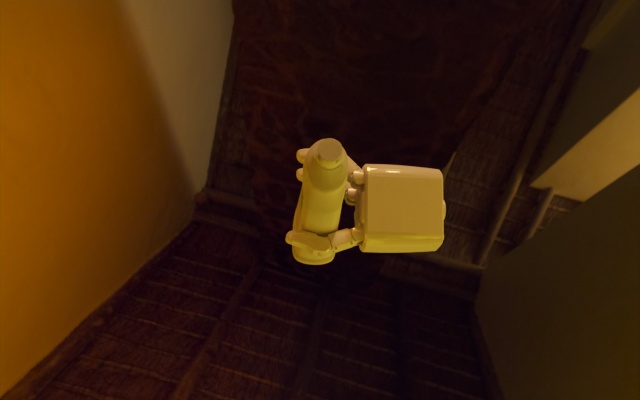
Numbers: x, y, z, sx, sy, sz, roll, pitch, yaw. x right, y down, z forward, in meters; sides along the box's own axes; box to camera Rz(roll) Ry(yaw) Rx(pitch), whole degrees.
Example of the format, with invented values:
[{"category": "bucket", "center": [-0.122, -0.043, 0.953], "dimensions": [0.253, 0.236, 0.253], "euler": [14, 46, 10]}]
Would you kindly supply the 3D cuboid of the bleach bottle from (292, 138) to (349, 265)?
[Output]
[{"category": "bleach bottle", "center": [0.000, 0.002, 0.634], "dimensions": [0.068, 0.102, 0.251], "euler": [2, -24, -4]}]
